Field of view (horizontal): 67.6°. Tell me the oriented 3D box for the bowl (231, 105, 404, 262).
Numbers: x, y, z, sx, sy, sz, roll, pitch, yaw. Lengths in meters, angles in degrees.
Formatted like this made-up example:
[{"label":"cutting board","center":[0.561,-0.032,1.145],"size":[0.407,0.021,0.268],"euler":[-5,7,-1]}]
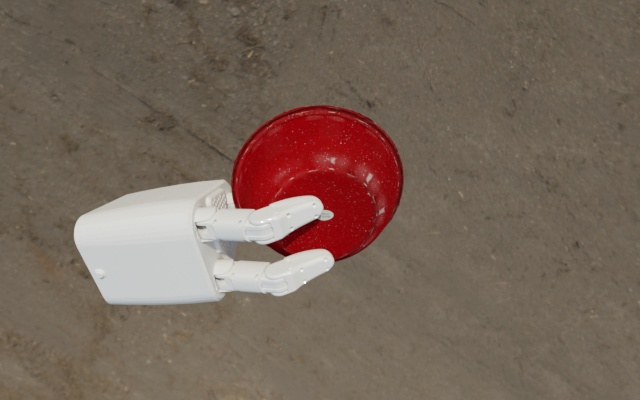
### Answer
[{"label":"bowl","center":[0.001,0.001,0.423],"size":[0.162,0.162,0.055],"euler":[0,30,-5]}]
